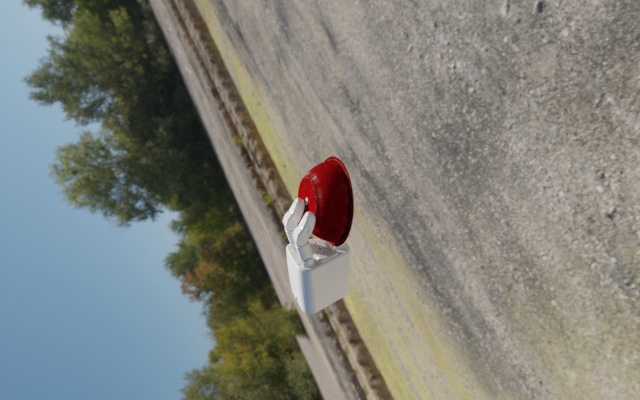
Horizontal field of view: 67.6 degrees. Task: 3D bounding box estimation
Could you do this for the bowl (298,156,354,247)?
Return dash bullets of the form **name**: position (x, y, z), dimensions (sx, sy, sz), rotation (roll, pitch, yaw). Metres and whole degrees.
- **bowl**: position (0.000, 0.001, 0.845), dimensions (0.055, 0.162, 0.162), rotation (-3, 1, -22)
